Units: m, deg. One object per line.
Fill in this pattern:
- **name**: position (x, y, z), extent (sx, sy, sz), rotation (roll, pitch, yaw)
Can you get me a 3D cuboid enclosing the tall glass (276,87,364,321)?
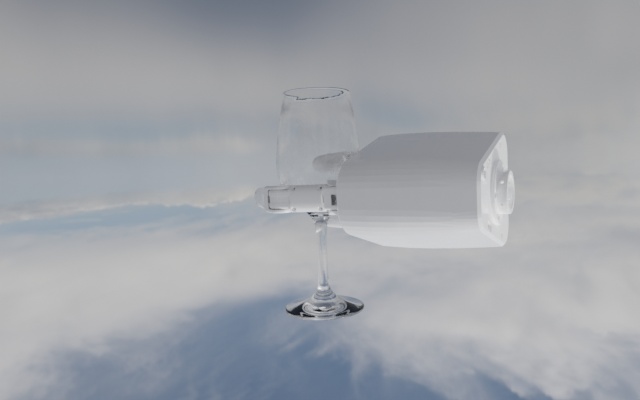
- **tall glass**: position (0.000, 0.002, 0.440), extent (0.079, 0.201, 0.079), rotation (-3, 4, 0)
